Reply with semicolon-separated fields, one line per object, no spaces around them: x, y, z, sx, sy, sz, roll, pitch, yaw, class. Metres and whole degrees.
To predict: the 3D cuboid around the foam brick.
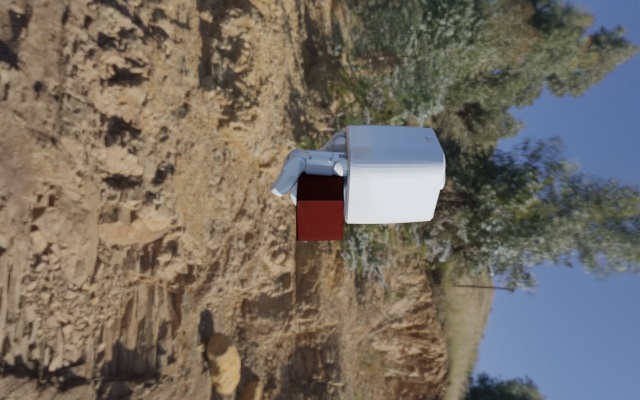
0.000;0.002;0.529;0.051;0.053;0.078;1;32;0;foam brick
